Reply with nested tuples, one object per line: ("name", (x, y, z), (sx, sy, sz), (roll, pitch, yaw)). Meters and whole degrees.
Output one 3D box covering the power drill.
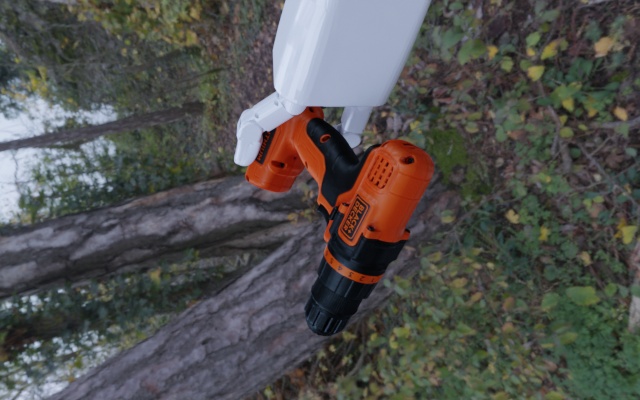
("power drill", (0.000, 0.001, 0.435), (0.057, 0.184, 0.187), (6, 29, -42))
